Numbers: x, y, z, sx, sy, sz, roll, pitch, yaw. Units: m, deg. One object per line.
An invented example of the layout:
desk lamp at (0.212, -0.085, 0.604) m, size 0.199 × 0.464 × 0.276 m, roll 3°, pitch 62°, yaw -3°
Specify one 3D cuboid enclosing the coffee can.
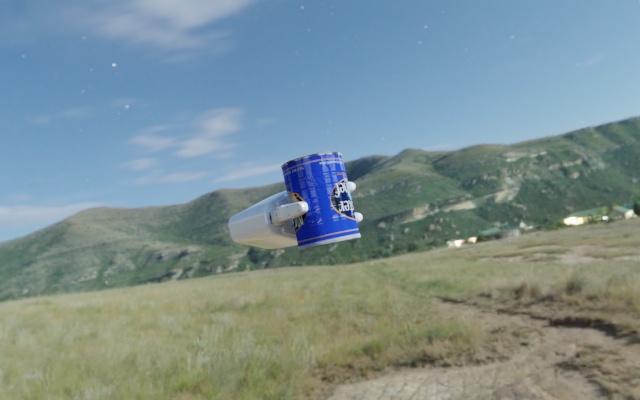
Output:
coffee can at (0.000, 0.003, 0.774) m, size 0.103 × 0.140 × 0.103 m, roll -12°, pitch -6°, yaw -1°
